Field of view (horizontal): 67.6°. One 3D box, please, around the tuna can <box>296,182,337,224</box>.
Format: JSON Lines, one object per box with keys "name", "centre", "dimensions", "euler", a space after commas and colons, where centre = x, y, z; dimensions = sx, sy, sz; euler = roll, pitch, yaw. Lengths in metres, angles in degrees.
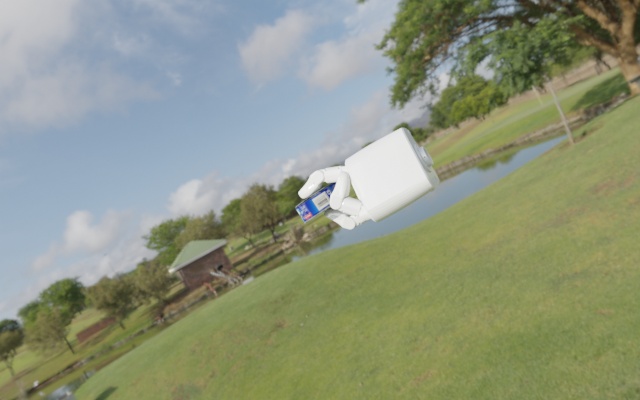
{"name": "tuna can", "centre": [0.000, 0.002, 0.817], "dimensions": [0.086, 0.034, 0.086], "euler": [-34, -1, 0]}
